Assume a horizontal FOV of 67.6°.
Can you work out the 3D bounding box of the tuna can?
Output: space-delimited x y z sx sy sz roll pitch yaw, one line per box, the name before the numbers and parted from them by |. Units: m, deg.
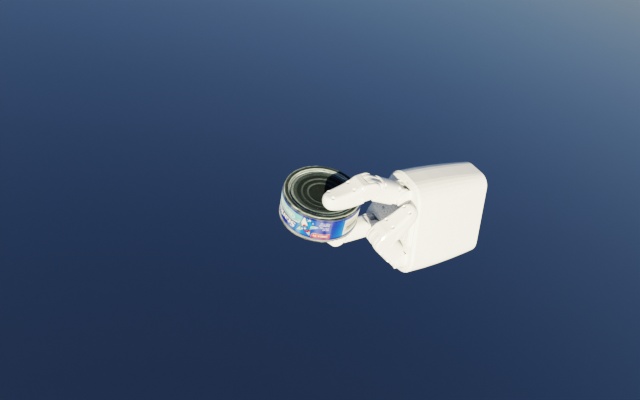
tuna can | 0.000 0.001 0.508 0.086 0.034 0.086 6 43 -6
